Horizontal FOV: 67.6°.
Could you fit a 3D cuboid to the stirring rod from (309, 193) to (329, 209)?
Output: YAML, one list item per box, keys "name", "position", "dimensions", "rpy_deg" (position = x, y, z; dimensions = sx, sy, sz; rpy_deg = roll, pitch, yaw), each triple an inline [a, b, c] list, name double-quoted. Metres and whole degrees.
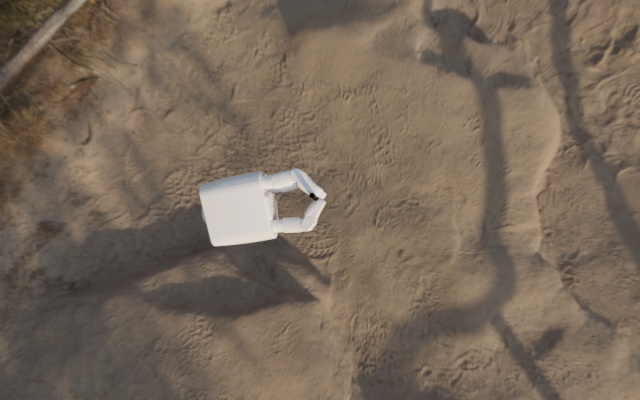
- name: "stirring rod"
  position: [0.000, 0.003, 0.847]
  dimensions: [0.011, 0.011, 0.239]
  rpy_deg: [0, -5, 6]
